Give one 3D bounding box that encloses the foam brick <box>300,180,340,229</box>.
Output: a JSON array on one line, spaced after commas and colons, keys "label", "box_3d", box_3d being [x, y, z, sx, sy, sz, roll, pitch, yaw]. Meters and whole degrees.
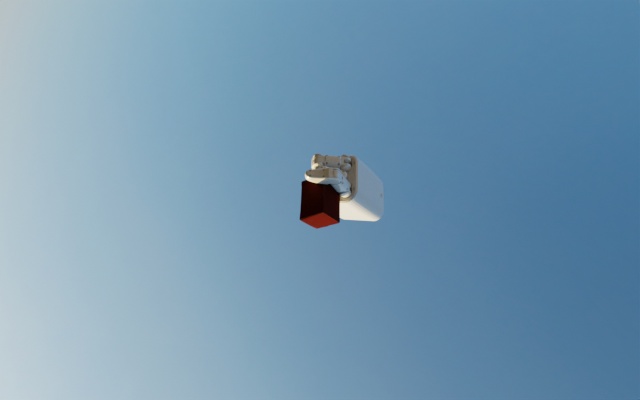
[{"label": "foam brick", "box_3d": [0.000, 0.003, 0.839, 0.053, 0.078, 0.051, -16, -33, 32]}]
